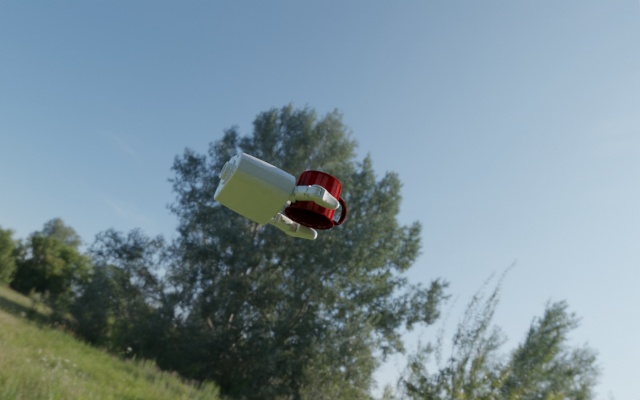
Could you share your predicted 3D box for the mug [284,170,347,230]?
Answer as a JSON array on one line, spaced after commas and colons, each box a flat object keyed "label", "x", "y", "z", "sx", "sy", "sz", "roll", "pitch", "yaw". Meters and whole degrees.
[{"label": "mug", "x": 0.001, "y": 0.003, "z": 0.881, "sx": 0.117, "sy": 0.081, "sz": 0.093, "roll": 27, "pitch": -24, "yaw": -21}]
